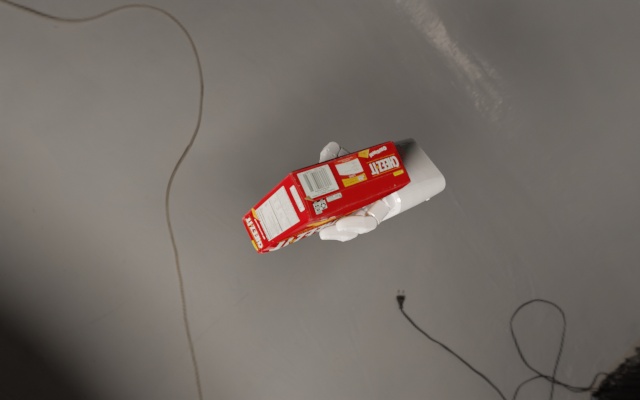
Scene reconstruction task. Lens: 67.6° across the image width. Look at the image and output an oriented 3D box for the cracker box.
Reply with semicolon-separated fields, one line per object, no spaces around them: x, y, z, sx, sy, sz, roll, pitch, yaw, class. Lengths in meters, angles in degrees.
0.000;0.002;0.685;0.164;0.072;0.214;-20;-8;-29;cracker box
